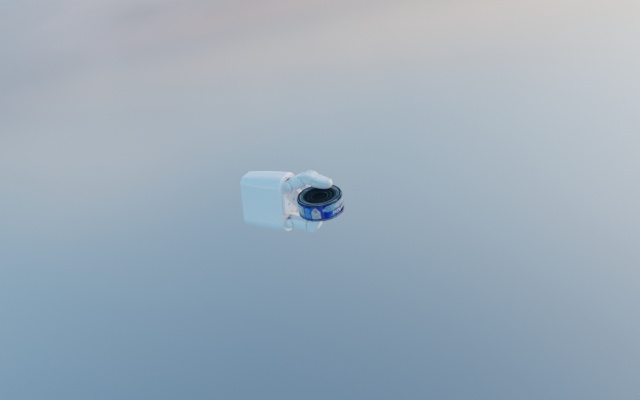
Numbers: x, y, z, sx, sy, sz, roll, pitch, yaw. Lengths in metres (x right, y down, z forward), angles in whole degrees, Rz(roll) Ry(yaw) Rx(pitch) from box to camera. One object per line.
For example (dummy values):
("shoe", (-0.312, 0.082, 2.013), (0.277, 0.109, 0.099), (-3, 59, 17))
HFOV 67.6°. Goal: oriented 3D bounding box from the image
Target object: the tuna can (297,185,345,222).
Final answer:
("tuna can", (0.000, 0.002, 0.881), (0.086, 0.034, 0.086), (-7, 29, 4))
